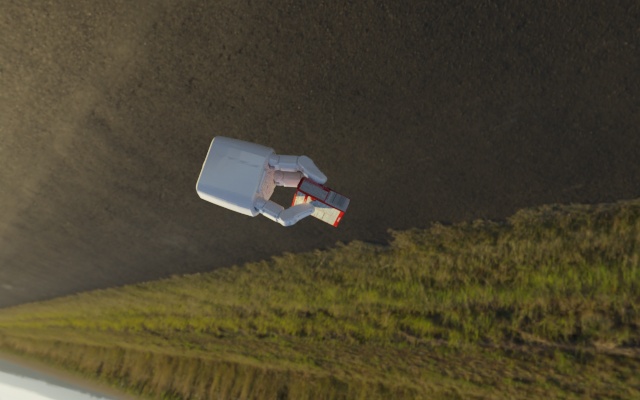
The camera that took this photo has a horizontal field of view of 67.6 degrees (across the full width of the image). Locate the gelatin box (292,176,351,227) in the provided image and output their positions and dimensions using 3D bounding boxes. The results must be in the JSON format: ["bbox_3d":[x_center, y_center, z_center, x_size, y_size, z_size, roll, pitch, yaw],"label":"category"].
[{"bbox_3d":[0.000,0.003,0.798,0.089,0.030,0.073,26,-24,2],"label":"gelatin box"}]
